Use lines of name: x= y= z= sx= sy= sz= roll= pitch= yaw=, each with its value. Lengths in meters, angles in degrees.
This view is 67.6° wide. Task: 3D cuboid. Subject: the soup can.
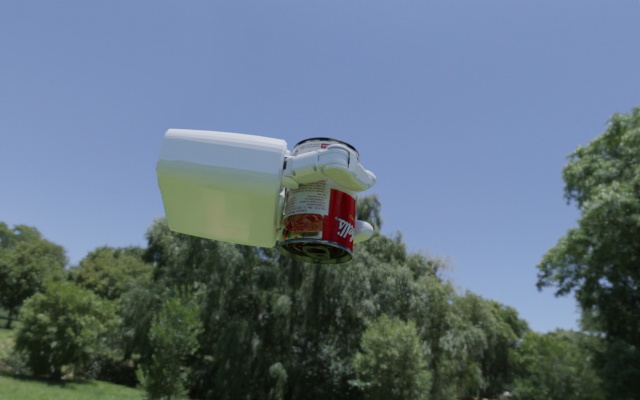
soup can: x=0.001 y=0.001 z=0.445 sx=0.068 sy=0.102 sz=0.068 roll=6 pitch=-23 yaw=2
